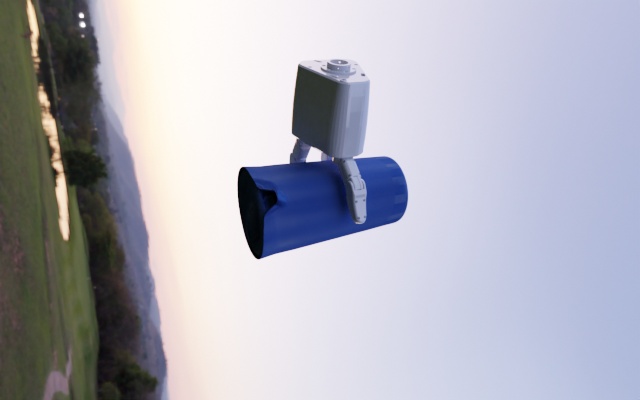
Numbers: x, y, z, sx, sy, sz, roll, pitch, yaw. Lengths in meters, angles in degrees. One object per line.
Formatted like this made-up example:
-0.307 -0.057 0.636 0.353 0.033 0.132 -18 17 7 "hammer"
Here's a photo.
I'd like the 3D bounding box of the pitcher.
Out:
0.000 0.002 0.724 0.243 0.145 0.149 -9 33 -22 "pitcher"
